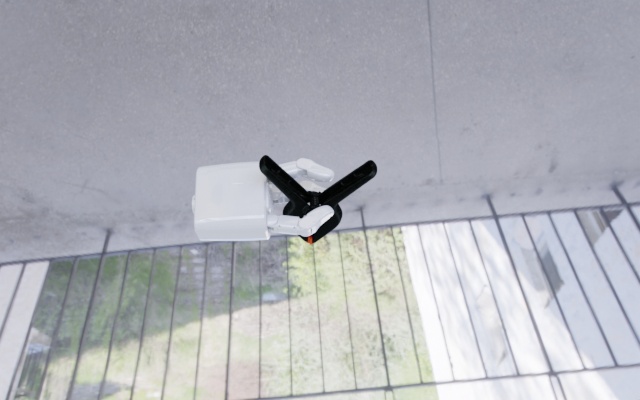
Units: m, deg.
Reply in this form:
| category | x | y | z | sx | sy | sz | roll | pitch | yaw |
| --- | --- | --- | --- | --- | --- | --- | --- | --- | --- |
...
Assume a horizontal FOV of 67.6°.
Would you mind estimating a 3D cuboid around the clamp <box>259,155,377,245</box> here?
| category | x | y | z | sx | sy | sz | roll | pitch | yaw |
| --- | --- | --- | --- | --- | --- | --- | --- | --- | --- |
| clamp | 0.000 | 0.003 | 0.733 | 0.164 | 0.036 | 0.210 | -1 | -36 | 2 |
